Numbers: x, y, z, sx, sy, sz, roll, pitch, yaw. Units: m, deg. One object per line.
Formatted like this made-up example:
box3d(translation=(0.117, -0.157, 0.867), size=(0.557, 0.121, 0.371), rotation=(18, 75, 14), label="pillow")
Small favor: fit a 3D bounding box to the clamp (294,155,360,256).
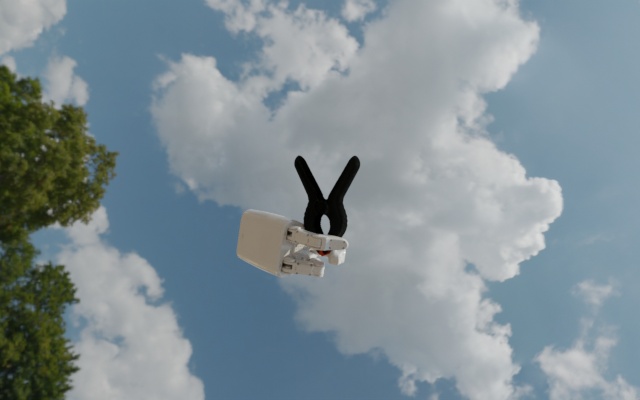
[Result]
box3d(translation=(0.001, 0.003, 0.793), size=(0.120, 0.171, 0.039), rotation=(15, 8, 36), label="clamp")
